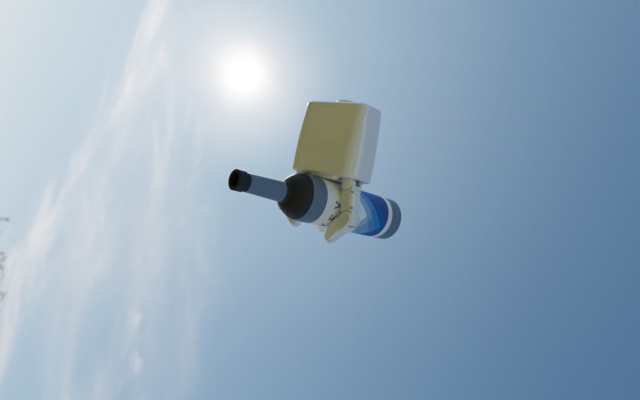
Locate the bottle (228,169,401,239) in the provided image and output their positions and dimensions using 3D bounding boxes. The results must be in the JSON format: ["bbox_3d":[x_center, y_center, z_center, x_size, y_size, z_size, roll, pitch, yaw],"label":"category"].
[{"bbox_3d":[0.000,0.002,0.680,0.296,0.069,0.069,15,-10,-42],"label":"bottle"}]
